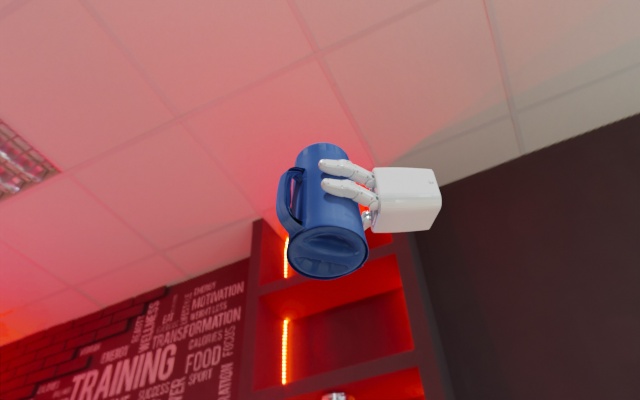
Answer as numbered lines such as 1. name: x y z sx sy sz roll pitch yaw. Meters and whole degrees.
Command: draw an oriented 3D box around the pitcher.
1. pitcher: 0.000 0.003 0.839 0.145 0.149 0.242 -2 44 -1
